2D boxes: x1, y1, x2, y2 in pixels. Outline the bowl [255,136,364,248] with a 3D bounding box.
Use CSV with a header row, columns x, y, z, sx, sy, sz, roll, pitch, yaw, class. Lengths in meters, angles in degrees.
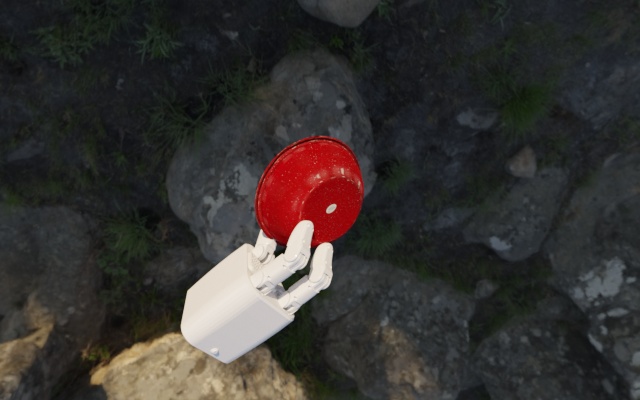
x,y,z,sx,sy,sz,roll,pitch,yaw,class
0.001,0.001,0.615,0.162,0.162,0.055,0,23,-34,bowl
